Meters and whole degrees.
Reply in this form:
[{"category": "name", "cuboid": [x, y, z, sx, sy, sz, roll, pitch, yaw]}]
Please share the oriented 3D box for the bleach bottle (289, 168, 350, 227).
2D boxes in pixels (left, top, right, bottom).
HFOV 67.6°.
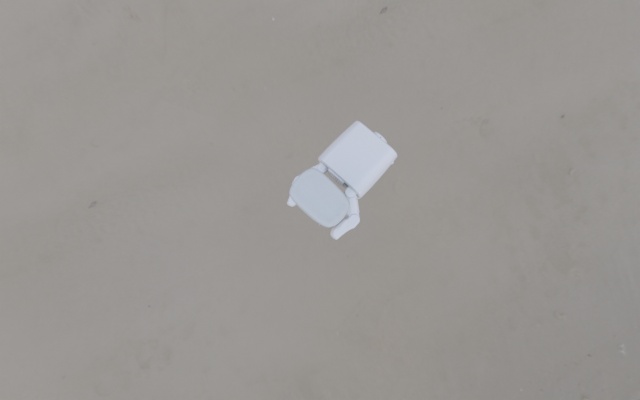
[{"category": "bleach bottle", "cuboid": [0.000, 0.003, 0.895, 0.102, 0.068, 0.251, 43, -2, 2]}]
